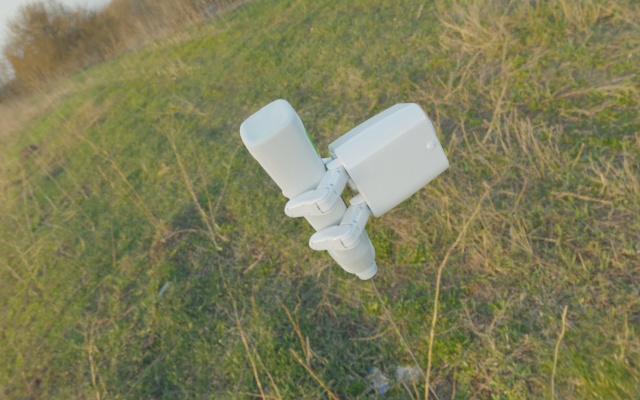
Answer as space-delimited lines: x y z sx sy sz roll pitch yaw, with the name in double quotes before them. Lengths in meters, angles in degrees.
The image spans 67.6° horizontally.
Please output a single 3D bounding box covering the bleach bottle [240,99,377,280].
"bleach bottle" 0.000 0.002 0.590 0.068 0.251 0.102 -33 29 1
